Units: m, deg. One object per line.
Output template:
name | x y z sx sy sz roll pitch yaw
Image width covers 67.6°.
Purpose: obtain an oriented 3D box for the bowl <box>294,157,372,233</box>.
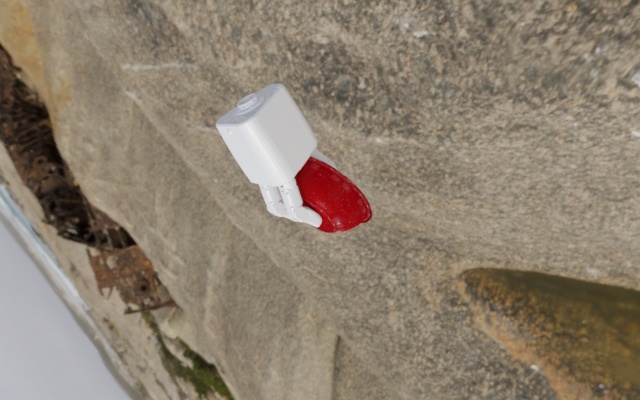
bowl | 0.001 0.004 0.758 0.162 0.055 0.162 32 -21 13
